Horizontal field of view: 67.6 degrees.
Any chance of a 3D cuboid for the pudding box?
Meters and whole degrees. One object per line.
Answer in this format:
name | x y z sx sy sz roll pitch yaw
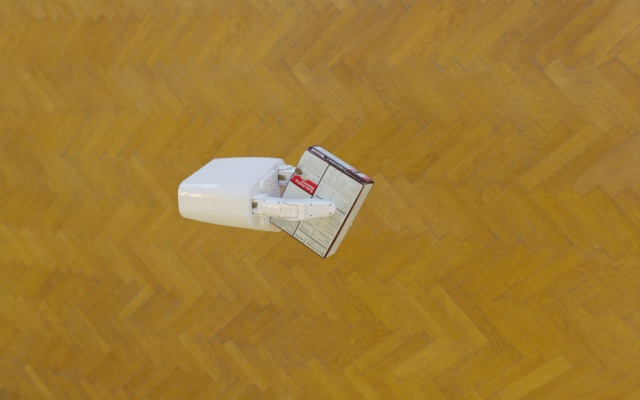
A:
pudding box | 0.000 0.002 0.590 0.090 0.113 0.039 33 21 15
